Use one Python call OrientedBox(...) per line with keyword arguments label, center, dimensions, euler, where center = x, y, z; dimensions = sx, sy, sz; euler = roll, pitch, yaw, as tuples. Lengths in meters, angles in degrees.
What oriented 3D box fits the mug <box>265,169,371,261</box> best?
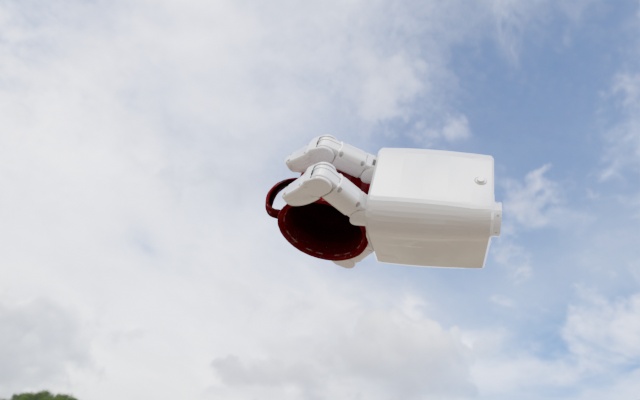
OrientedBox(label="mug", center=(-0.001, 0.001, 0.500), dimensions=(0.117, 0.081, 0.093), euler=(5, -43, 16))
